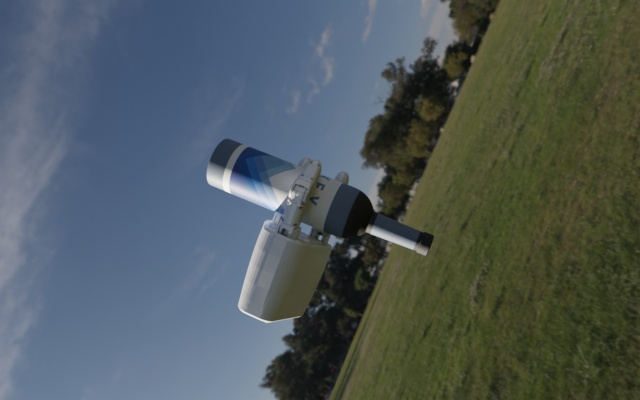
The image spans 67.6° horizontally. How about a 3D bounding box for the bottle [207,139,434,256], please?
[{"bbox_3d":[0.000,0.002,0.611,0.295,0.069,0.069,22,4,10],"label":"bottle"}]
